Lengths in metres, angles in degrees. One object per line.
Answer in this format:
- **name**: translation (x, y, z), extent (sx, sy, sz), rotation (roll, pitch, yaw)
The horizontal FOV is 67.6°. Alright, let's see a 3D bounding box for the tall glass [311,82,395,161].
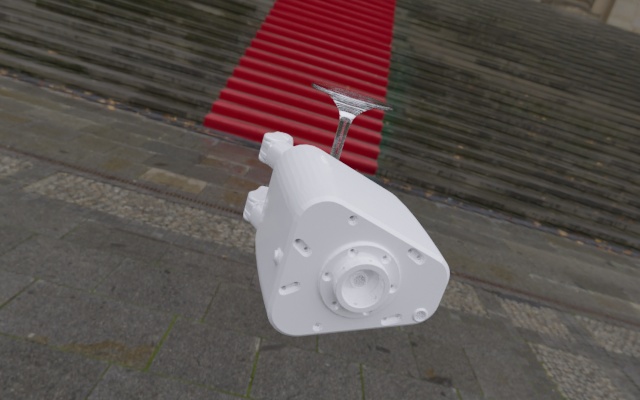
- **tall glass**: translation (0.000, 0.001, 0.436), extent (0.079, 0.201, 0.079), rotation (16, 17, -5)
